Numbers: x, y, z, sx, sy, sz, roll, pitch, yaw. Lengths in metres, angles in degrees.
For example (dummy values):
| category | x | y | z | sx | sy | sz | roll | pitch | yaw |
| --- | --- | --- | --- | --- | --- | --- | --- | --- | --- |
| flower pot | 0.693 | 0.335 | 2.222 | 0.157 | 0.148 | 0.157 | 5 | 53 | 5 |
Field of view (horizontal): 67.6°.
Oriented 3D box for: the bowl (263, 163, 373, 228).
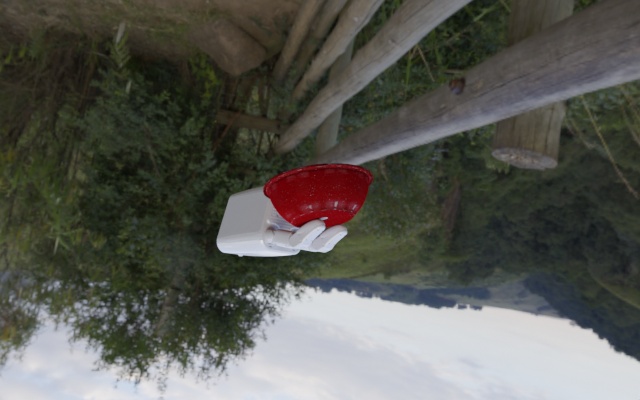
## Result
| category | x | y | z | sx | sy | sz | roll | pitch | yaw |
| --- | --- | --- | --- | --- | --- | --- | --- | --- | --- |
| bowl | 0.001 | 0.002 | 0.687 | 0.162 | 0.055 | 0.162 | -7 | -19 | -2 |
